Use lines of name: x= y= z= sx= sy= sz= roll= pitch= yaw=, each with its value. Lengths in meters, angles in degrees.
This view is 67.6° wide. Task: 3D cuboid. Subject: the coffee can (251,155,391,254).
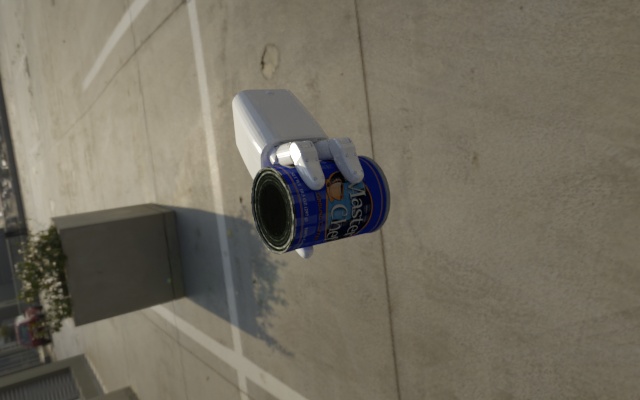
coffee can: x=0.000 y=0.002 z=0.588 sx=0.140 sy=0.103 sz=0.103 roll=-10 pitch=5 yaw=-33
